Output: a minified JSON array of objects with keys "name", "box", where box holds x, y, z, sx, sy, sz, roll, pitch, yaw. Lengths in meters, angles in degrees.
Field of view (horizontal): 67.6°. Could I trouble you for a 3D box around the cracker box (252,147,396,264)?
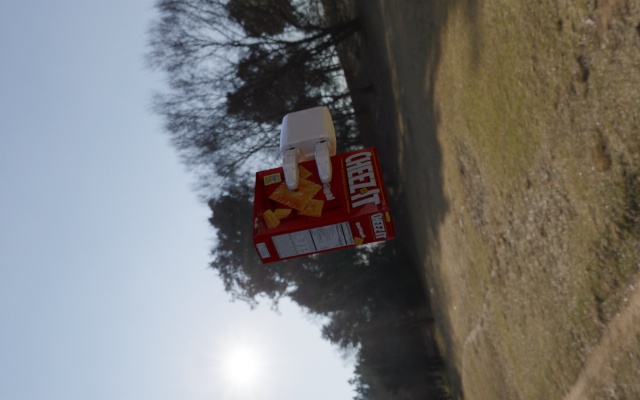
[{"name":"cracker box","box":[0.000,0.003,0.775,0.214,0.072,0.164,-12,41,7]}]
